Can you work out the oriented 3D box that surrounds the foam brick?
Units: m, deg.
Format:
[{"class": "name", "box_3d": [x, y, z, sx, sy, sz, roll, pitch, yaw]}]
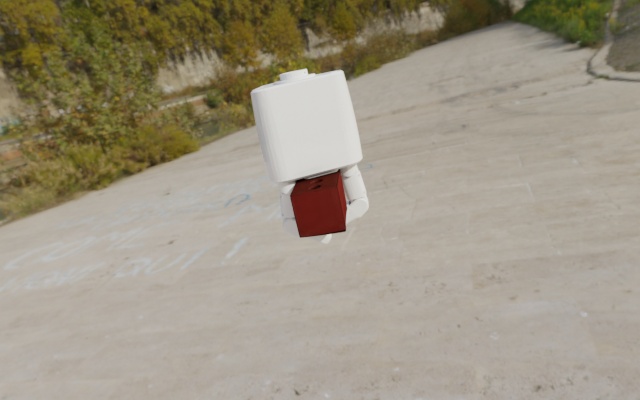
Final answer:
[{"class": "foam brick", "box_3d": [0.000, 0.002, 0.537, 0.053, 0.051, 0.078, -10, 17, 7]}]
